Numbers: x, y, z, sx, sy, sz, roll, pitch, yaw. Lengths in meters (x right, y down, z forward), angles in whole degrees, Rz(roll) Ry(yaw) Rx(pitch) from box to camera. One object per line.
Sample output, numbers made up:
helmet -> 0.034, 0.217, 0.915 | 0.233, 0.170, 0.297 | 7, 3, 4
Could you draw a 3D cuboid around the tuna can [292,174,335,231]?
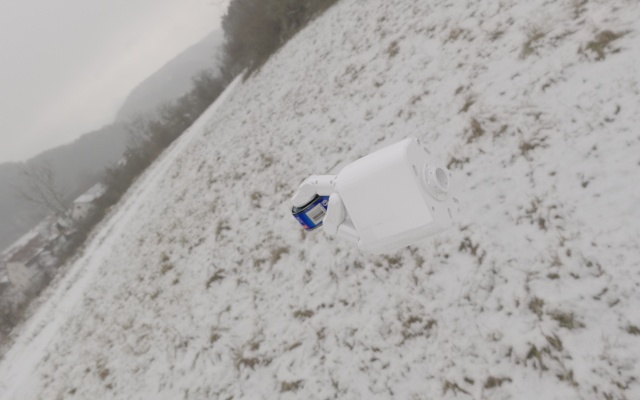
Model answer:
tuna can -> 0.000, 0.002, 0.677 | 0.086, 0.034, 0.086 | -39, 14, 12
